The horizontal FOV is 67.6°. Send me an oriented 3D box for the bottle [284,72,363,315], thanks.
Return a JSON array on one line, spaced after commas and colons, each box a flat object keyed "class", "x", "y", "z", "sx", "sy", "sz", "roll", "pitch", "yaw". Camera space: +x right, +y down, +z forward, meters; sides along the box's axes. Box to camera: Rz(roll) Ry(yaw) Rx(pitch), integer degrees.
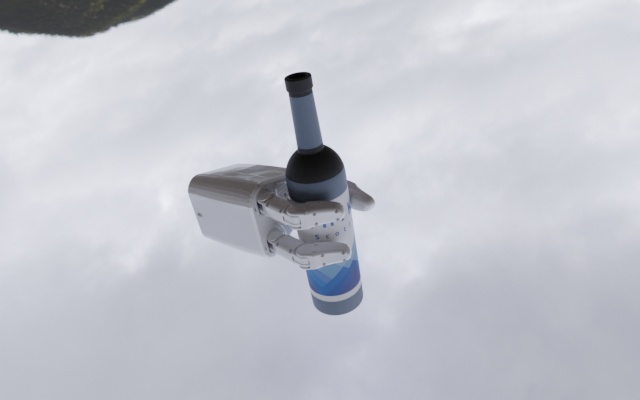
[{"class": "bottle", "x": 0.000, "y": 0.002, "z": 0.544, "sx": 0.069, "sy": 0.296, "sz": 0.069, "roll": -8, "pitch": 31, "yaw": 5}]
